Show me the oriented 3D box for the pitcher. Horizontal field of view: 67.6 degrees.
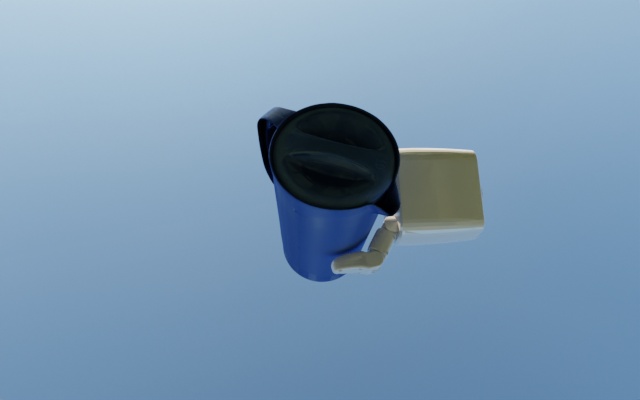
[{"bbox_3d":[0.000,0.002,0.582,0.145,0.149,0.243,-2,-30,-6],"label":"pitcher"}]
